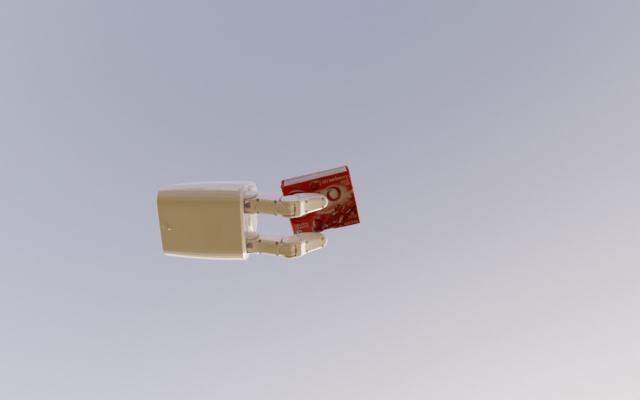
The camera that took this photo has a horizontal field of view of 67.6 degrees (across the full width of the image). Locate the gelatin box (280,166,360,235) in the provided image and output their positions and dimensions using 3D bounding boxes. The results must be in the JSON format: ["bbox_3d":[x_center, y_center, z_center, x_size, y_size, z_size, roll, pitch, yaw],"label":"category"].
[{"bbox_3d":[0.000,0.002,0.611,0.089,0.073,0.030,-13,20,2],"label":"gelatin box"}]
